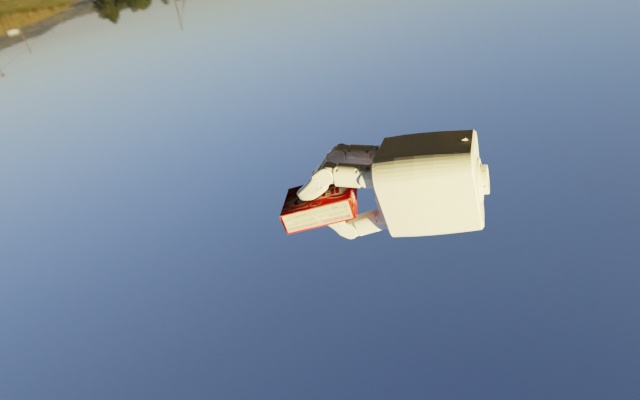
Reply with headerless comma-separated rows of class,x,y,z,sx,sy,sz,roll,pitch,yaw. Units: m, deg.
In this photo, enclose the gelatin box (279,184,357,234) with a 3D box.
gelatin box,0.000,0.002,0.580,0.089,0.030,0.073,-14,26,13
